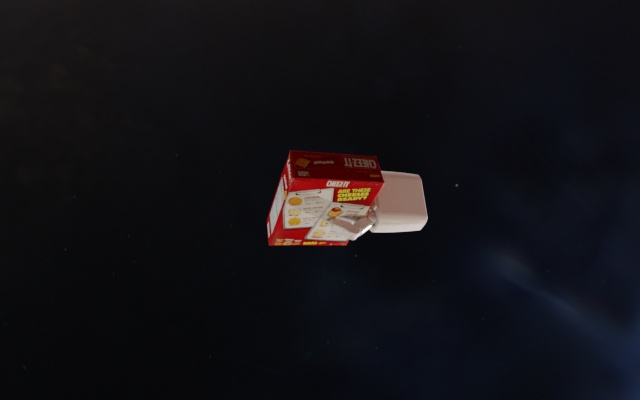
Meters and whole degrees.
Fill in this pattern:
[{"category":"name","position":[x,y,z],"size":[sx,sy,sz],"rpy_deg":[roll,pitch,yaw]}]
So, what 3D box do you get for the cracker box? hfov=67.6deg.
[{"category":"cracker box","position":[0.000,0.003,0.885],"size":[0.164,0.072,0.214],"rpy_deg":[2,-36,-18]}]
